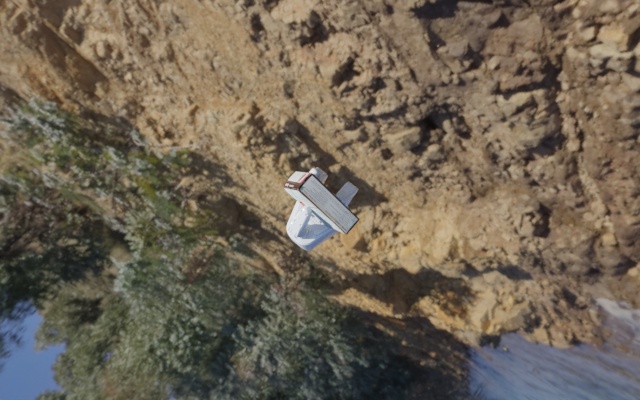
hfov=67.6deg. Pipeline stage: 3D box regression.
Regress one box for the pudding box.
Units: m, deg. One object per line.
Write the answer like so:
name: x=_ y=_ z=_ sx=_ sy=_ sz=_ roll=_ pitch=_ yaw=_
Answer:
pudding box: x=0.000 y=0.003 z=0.777 sx=0.113 sy=0.039 sz=0.090 roll=42 pitch=-10 yaw=-18
